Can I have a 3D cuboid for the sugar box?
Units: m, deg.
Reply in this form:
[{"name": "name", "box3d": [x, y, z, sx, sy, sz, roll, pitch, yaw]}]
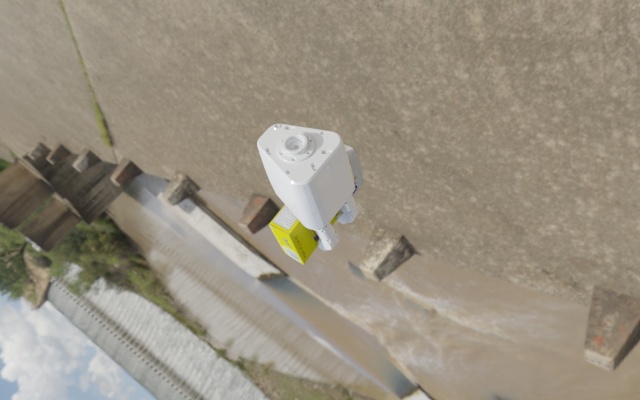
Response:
[{"name": "sugar box", "box3d": [0.000, 0.003, 0.734, 0.048, 0.176, 0.093, 28, -24, 28]}]
